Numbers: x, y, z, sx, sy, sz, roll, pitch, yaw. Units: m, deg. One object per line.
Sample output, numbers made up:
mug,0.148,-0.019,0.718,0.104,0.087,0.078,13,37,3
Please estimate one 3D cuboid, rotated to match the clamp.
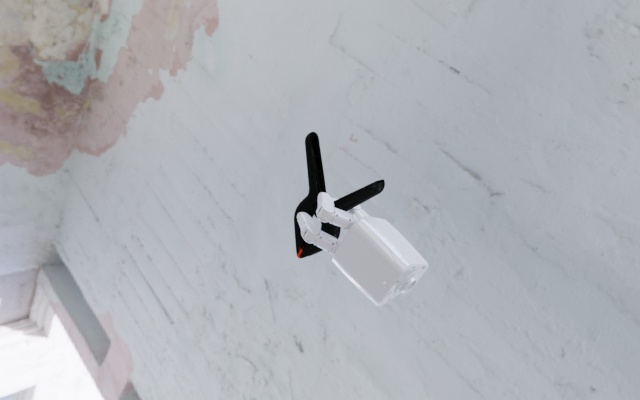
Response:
clamp,0.001,0.003,0.792,0.036,0.210,0.164,-9,47,-48
